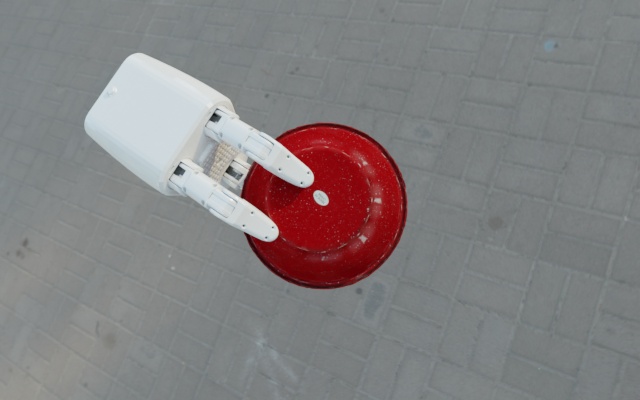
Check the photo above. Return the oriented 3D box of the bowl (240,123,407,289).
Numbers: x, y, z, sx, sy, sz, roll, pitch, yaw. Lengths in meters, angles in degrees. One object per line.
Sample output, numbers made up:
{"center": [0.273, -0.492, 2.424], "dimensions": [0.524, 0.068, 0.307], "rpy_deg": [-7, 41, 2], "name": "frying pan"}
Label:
{"center": [0.001, 0.002, 0.434], "dimensions": [0.162, 0.162, 0.055], "rpy_deg": [0, -6, 4], "name": "bowl"}
